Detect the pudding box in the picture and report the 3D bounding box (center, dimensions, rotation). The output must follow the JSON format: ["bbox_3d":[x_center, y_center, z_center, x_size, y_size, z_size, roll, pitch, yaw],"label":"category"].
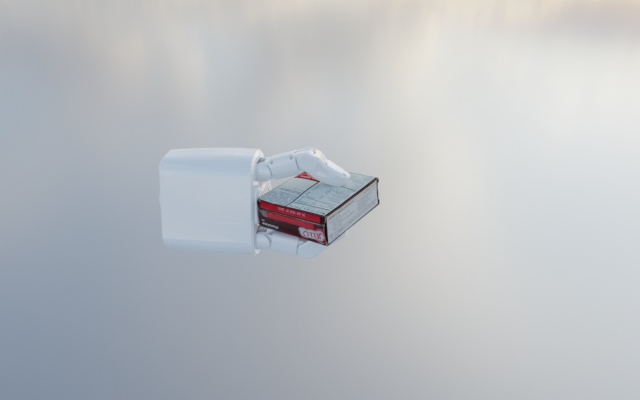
[{"bbox_3d":[0.000,0.002,0.524,0.090,0.039,0.113,15,33,32],"label":"pudding box"}]
